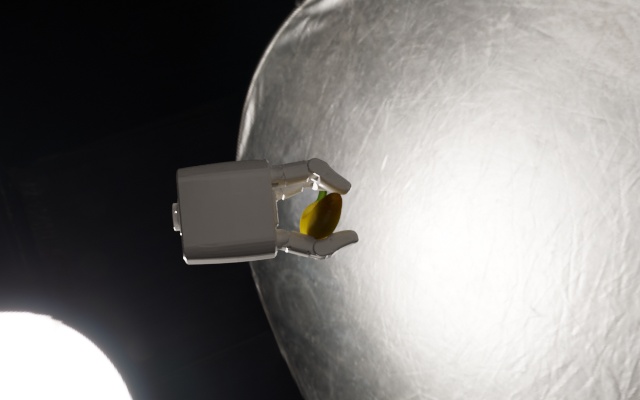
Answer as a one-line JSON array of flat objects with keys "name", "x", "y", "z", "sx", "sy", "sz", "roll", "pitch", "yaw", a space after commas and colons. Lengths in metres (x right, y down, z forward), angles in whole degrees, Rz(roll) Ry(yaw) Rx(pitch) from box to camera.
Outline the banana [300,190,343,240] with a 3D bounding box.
[{"name": "banana", "x": -0.003, "y": 0.020, "z": 0.606, "sx": 0.037, "sy": 0.069, "sz": 0.198, "roll": 10, "pitch": 2, "yaw": -6}]
